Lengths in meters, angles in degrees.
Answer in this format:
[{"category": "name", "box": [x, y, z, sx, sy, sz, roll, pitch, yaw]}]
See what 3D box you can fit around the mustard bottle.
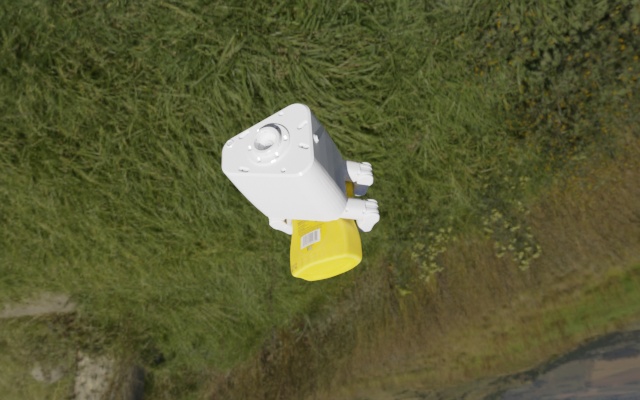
[{"category": "mustard bottle", "box": [0.000, 0.002, 0.631, 0.096, 0.191, 0.058, -28, -36, 36]}]
